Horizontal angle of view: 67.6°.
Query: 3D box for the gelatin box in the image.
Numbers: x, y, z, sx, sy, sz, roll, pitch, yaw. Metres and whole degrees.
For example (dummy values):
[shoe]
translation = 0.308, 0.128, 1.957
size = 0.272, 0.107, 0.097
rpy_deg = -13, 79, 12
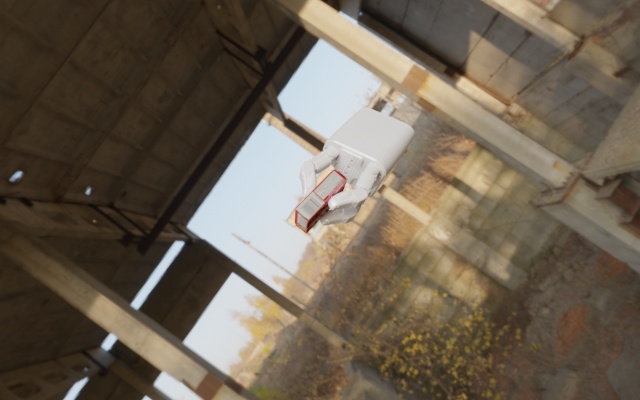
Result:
[gelatin box]
translation = 0.000, 0.002, 0.723
size = 0.030, 0.089, 0.073
rpy_deg = 41, -17, 9
